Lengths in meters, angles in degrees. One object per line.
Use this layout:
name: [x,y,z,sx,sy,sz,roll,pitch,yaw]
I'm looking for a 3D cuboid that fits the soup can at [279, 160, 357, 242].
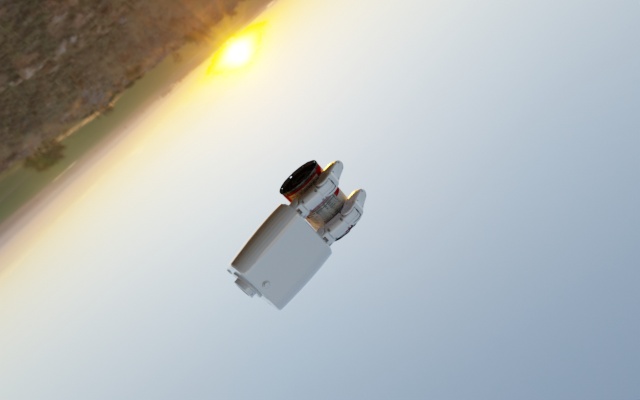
soup can: [0.001,0.002,0.678,0.102,0.068,0.068,48,-21,-20]
